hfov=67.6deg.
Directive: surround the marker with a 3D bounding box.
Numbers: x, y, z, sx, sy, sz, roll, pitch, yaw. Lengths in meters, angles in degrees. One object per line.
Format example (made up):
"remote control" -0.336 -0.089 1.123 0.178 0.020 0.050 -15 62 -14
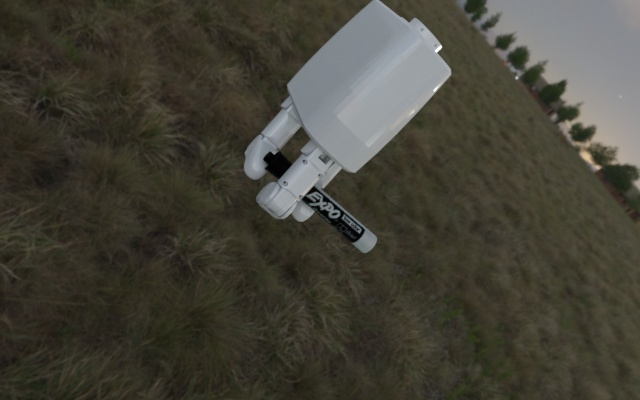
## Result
"marker" 0.000 0.001 0.401 0.121 0.020 0.020 41 -15 -18
